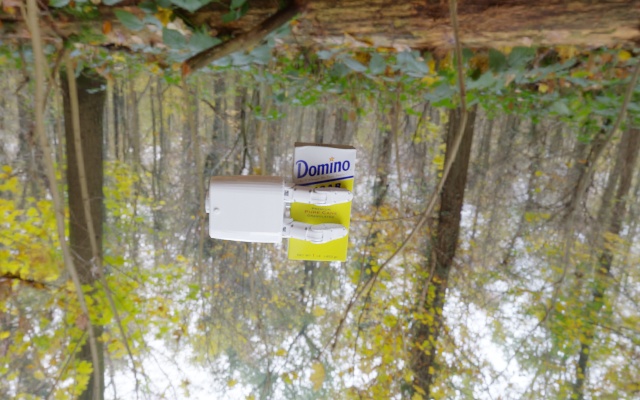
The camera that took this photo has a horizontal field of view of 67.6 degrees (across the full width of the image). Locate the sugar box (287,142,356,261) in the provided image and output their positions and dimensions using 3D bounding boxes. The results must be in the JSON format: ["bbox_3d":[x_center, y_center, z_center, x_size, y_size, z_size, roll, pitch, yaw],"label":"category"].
[{"bbox_3d":[0.000,0.003,0.728,0.093,0.176,0.048,2,15,-6],"label":"sugar box"}]
